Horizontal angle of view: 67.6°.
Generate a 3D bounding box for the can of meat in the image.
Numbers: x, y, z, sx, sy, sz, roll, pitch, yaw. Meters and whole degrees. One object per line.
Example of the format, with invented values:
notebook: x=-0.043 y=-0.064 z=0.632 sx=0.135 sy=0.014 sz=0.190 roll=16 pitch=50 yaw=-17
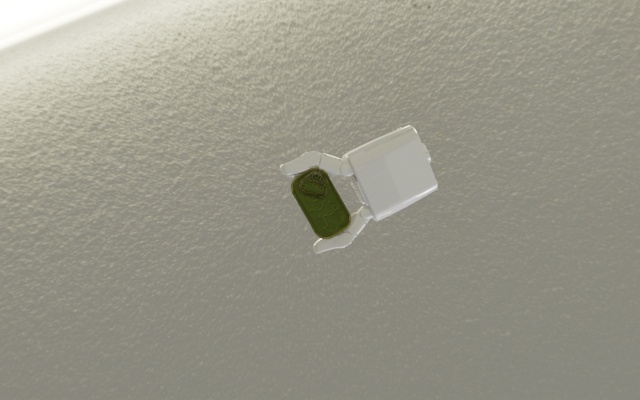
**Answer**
can of meat: x=0.000 y=0.002 z=0.719 sx=0.057 sy=0.102 sz=0.084 roll=-30 pitch=3 yaw=1
